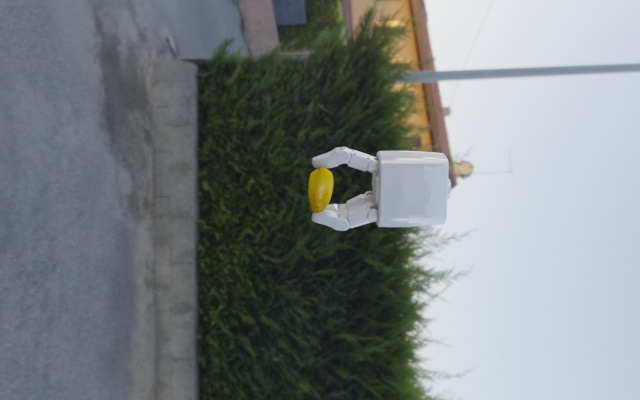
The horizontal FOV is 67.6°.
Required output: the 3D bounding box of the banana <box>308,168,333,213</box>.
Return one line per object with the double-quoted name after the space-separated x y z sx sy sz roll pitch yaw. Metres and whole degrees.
0.001 -0.016 0.722 0.037 0.069 0.198 2 -1 -1 "banana"
